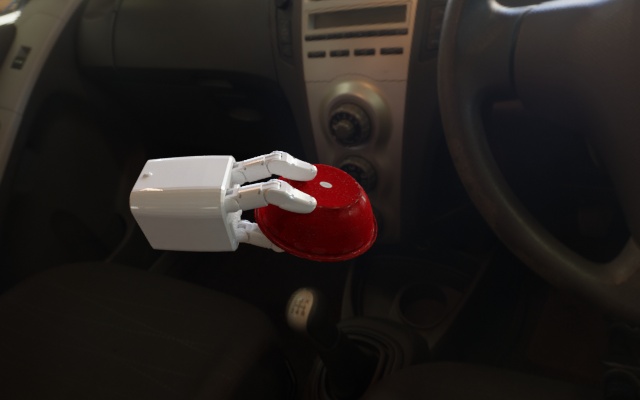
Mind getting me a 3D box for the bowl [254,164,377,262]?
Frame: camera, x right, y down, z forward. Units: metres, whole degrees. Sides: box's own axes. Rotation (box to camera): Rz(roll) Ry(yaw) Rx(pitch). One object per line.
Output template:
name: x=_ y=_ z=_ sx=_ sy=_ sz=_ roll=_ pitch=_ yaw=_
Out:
bowl: x=0.001 y=0.002 z=0.604 sx=0.162 sy=0.055 sz=0.162 roll=9 pitch=36 yaw=-7
